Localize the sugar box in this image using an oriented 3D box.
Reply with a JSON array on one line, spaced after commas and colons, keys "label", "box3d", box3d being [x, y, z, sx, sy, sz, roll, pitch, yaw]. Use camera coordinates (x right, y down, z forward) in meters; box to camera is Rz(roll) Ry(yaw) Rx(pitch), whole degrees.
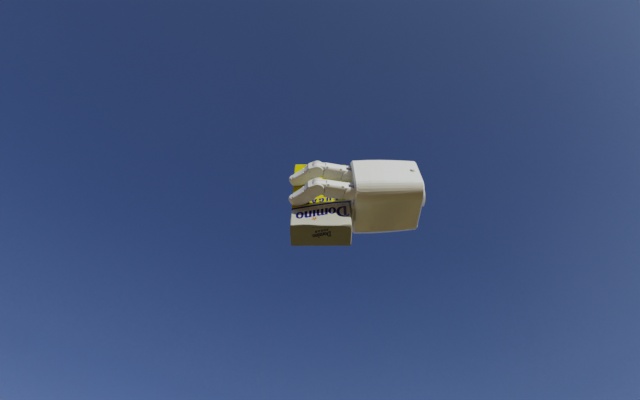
[{"label": "sugar box", "box3d": [0.000, 0.002, 0.773, 0.093, 0.048, 0.176, 0, 32, -1]}]
